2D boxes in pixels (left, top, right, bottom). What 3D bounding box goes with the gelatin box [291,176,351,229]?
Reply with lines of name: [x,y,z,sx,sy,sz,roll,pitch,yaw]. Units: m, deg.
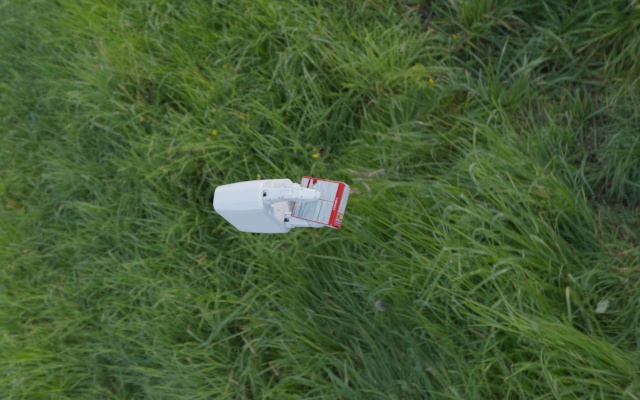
gelatin box: [0.000,0.003,0.797,0.089,0.073,0.030,11,-8,36]
